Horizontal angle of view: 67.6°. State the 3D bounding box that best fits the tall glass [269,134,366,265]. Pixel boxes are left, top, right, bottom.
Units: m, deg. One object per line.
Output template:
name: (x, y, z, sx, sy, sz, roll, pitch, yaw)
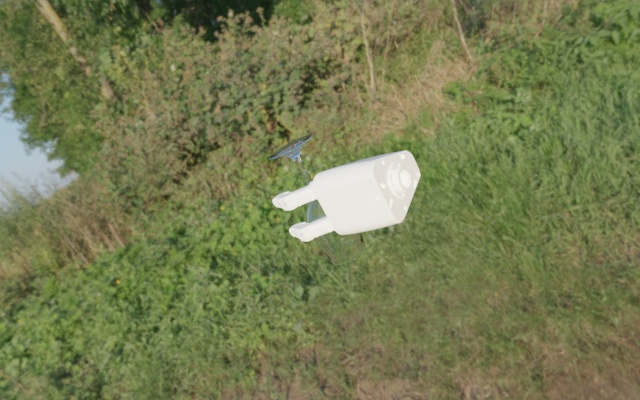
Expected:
tall glass: (0.000, 0.002, 0.747, 0.079, 0.201, 0.079, -26, 16, 8)
